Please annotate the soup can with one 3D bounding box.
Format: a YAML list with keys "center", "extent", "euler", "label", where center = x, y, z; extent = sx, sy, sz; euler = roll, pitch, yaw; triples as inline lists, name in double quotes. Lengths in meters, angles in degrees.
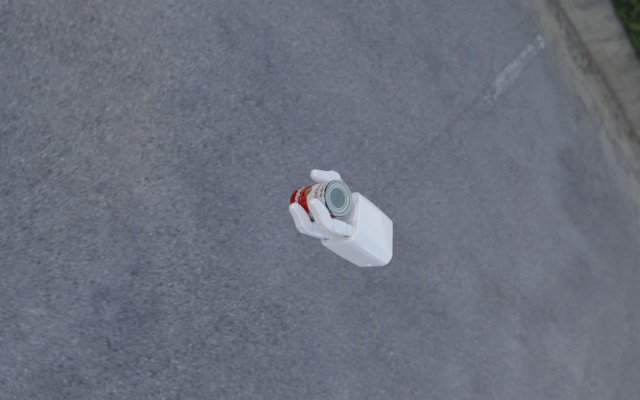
- center: [0.000, 0.002, 0.871]
  extent: [0.068, 0.068, 0.102]
  euler: [0, -8, -41]
  label: "soup can"
